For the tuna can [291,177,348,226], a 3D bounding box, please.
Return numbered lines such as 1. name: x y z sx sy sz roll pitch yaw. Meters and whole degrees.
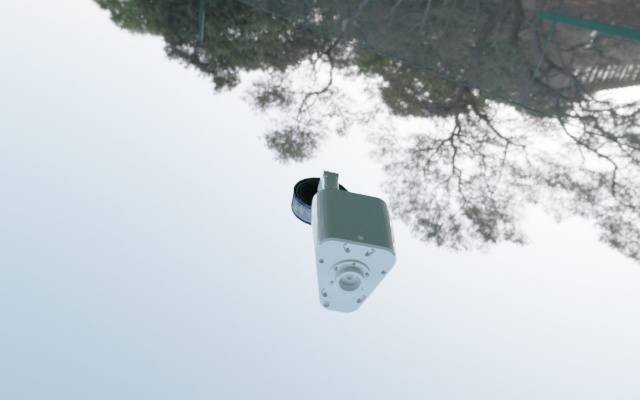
1. tuna can: 0.000 0.003 0.701 0.086 0.034 0.086 8 33 -6
